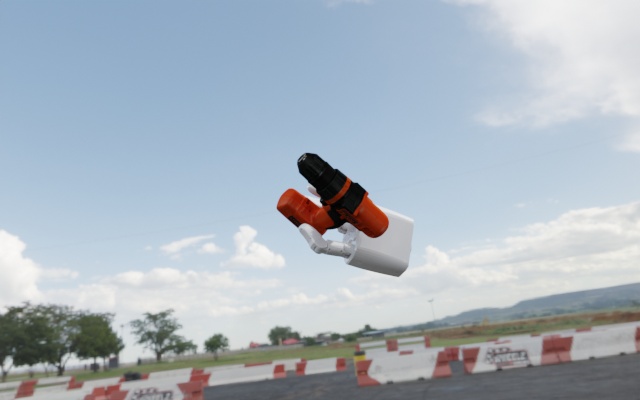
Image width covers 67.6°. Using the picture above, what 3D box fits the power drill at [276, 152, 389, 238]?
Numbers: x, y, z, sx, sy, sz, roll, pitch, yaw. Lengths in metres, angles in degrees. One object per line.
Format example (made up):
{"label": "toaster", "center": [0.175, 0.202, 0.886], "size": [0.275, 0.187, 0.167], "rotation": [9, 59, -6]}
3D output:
{"label": "power drill", "center": [0.000, 0.003, 0.801], "size": [0.184, 0.057, 0.187], "rotation": [43, -26, -18]}
